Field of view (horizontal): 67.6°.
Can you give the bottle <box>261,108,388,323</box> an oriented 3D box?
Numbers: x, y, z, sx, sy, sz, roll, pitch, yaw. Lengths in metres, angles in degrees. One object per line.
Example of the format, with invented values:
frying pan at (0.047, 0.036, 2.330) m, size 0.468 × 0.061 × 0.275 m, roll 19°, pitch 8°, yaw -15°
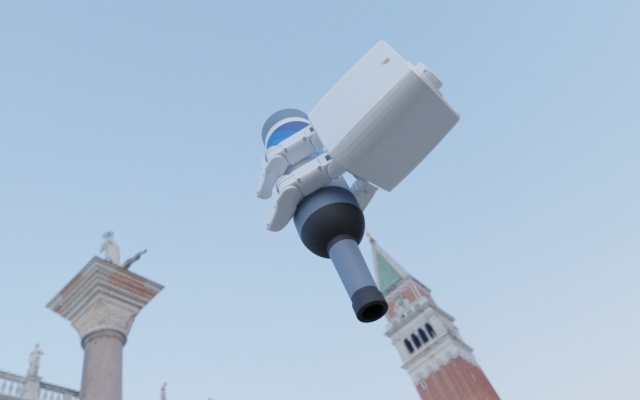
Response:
bottle at (0.000, 0.002, 0.492) m, size 0.069 × 0.069 × 0.295 m, roll 0°, pitch 37°, yaw -21°
